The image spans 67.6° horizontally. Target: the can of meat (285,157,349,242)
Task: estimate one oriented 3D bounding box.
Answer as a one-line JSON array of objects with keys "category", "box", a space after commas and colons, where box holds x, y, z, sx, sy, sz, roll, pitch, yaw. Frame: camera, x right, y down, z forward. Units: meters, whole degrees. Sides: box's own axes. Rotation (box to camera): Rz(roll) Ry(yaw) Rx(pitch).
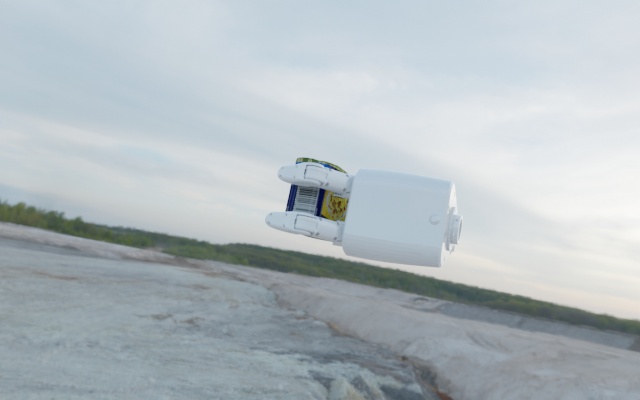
[{"category": "can of meat", "box": [0.000, 0.002, 0.582, 0.057, 0.084, 0.102, 8, -9, 26]}]
